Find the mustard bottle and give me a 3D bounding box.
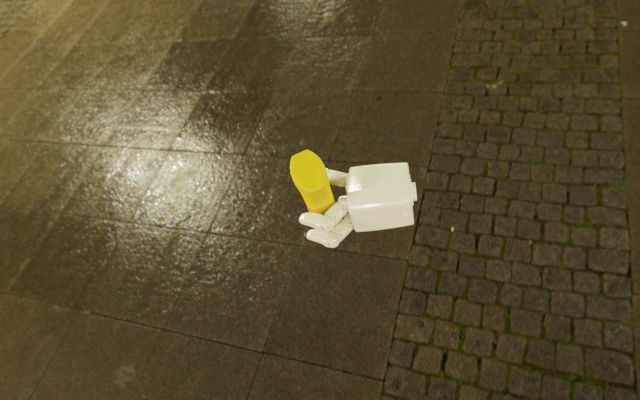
[{"bbox_3d":[0.000,0.003,0.865,0.058,0.096,0.192,-25,-38,-3],"label":"mustard bottle"}]
